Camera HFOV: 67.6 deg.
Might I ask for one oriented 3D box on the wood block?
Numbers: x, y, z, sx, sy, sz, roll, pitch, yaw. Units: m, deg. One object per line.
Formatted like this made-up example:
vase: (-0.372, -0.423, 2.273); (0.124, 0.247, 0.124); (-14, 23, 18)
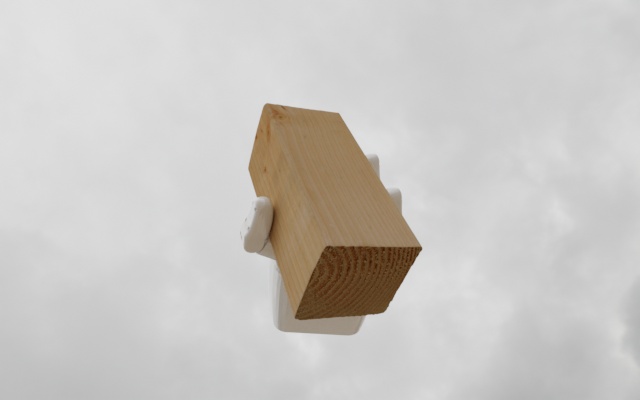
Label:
wood block: (0.000, 0.002, 0.460); (0.091, 0.090, 0.206); (2, 40, -25)
